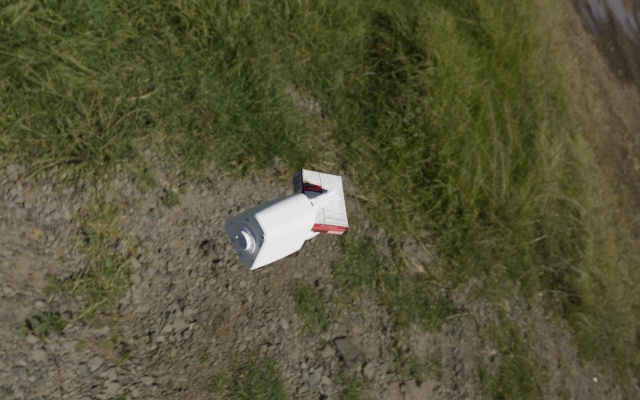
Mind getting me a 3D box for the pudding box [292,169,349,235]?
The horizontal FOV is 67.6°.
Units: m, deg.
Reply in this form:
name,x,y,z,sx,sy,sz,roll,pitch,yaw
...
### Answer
name,x,y,z,sx,sy,sz,roll,pitch,yaw
pudding box,0.000,0.003,0.871,0.090,0.113,0.039,9,-28,-30
